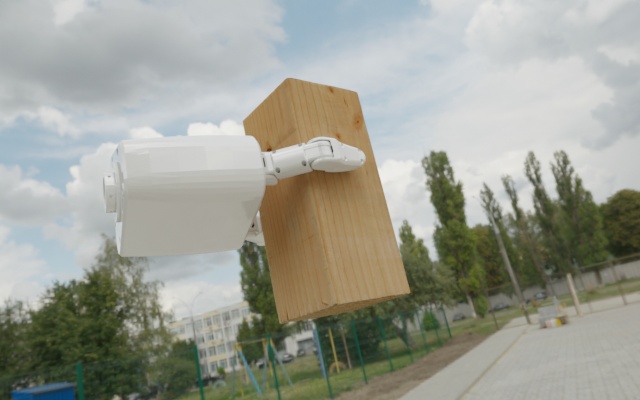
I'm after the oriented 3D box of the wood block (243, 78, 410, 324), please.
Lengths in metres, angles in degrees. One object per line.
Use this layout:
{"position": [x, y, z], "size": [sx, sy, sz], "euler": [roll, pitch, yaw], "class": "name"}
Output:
{"position": [0.000, 0.001, 0.456], "size": [0.090, 0.206, 0.091], "euler": [1, -21, -39], "class": "wood block"}
